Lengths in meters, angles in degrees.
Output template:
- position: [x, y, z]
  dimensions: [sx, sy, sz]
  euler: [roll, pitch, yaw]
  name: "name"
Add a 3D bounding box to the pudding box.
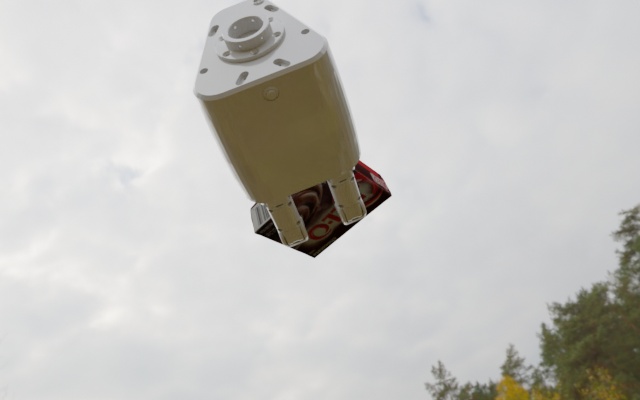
- position: [0.000, 0.001, 0.471]
  dimensions: [0.113, 0.039, 0.090]
  euler: [-39, -43, 22]
  name: "pudding box"
